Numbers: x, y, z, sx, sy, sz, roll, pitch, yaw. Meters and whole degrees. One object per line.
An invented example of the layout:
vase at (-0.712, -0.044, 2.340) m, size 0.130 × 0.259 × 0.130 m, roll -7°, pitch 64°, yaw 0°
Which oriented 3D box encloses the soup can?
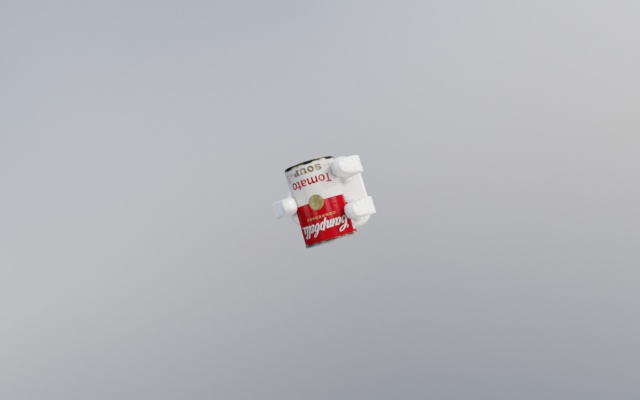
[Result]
soup can at (0.000, 0.002, 0.600) m, size 0.068 × 0.102 × 0.068 m, roll -16°, pitch -3°, yaw -1°
